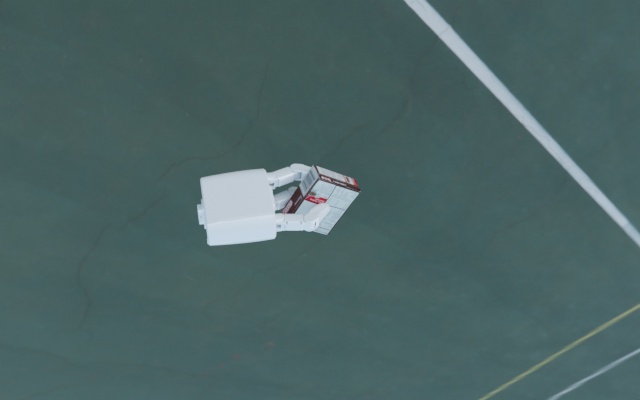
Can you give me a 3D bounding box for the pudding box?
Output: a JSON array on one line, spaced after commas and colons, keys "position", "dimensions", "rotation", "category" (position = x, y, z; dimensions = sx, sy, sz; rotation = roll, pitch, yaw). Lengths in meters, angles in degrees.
[{"position": [0.000, 0.003, 0.811], "dimensions": [0.090, 0.113, 0.039], "rotation": [16, 36, -32], "category": "pudding box"}]
